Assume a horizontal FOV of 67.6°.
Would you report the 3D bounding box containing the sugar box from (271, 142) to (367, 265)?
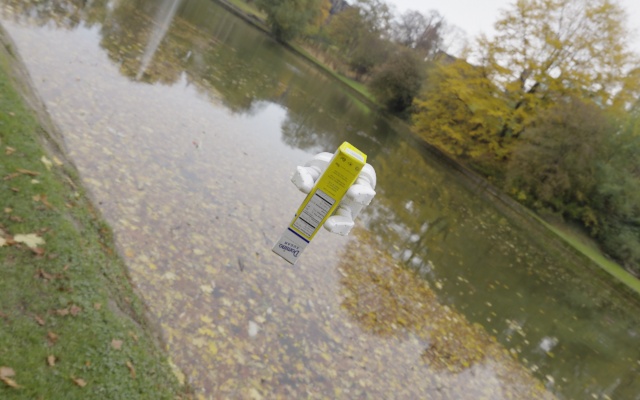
[{"bbox_3d":[0.001,0.002,0.690,0.048,0.176,0.093,32,15,0],"label":"sugar box"}]
